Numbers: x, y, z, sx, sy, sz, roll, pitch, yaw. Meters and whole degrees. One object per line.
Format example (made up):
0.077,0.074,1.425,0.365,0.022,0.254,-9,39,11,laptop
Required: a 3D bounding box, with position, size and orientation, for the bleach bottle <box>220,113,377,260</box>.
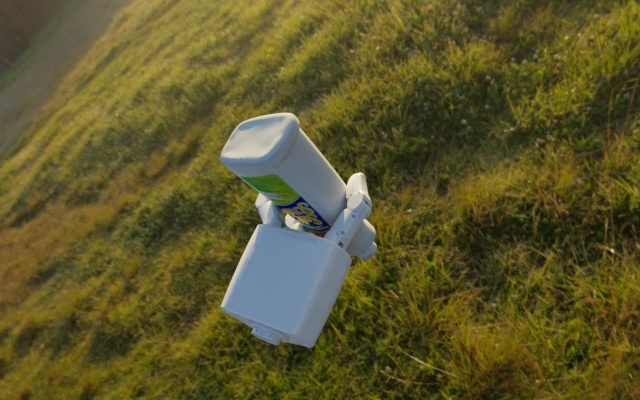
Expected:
0.000,0.002,0.577,0.102,0.068,0.251,2,-31,44,bleach bottle
